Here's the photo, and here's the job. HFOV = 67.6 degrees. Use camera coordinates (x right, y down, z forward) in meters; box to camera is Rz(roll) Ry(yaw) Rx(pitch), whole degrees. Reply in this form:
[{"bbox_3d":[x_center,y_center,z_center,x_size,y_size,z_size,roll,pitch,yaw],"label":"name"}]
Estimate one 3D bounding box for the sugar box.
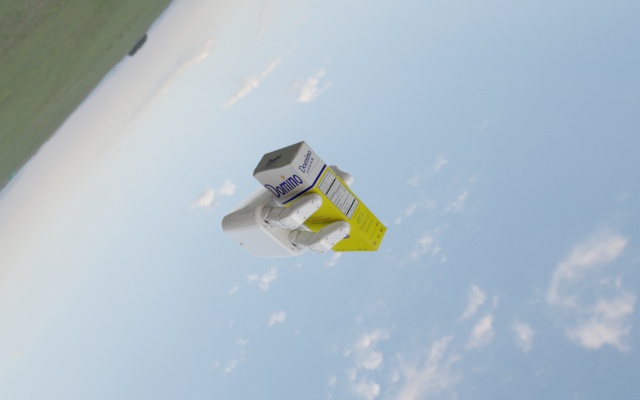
[{"bbox_3d":[0.000,0.003,0.636,0.176,0.048,0.093,42,-30,-26],"label":"sugar box"}]
